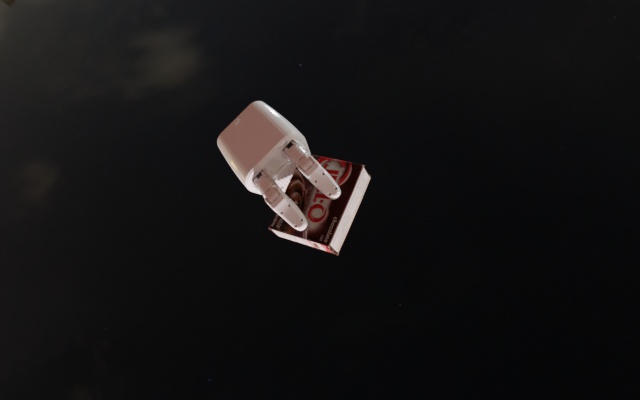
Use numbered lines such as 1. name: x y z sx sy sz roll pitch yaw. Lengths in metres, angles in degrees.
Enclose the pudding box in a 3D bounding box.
1. pudding box: 0.000 0.002 0.594 0.090 0.113 0.039 14 -16 31
